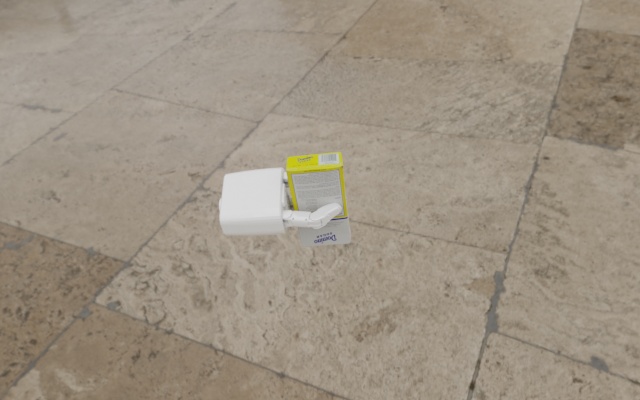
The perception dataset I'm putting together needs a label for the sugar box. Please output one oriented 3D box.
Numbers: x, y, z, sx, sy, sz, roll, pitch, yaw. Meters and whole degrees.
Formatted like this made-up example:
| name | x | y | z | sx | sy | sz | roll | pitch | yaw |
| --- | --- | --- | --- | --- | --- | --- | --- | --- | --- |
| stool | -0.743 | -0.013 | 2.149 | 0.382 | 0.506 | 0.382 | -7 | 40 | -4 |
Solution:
| name | x | y | z | sx | sy | sz | roll | pitch | yaw |
| --- | --- | --- | --- | --- | --- | --- | --- | --- | --- |
| sugar box | 0.000 | 0.002 | 0.829 | 0.093 | 0.176 | 0.048 | -4 | 42 | 4 |
